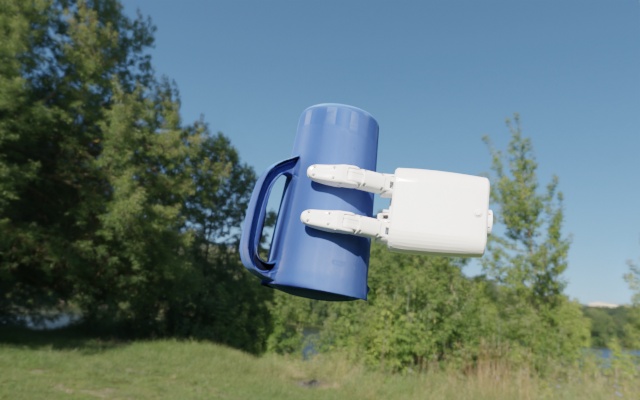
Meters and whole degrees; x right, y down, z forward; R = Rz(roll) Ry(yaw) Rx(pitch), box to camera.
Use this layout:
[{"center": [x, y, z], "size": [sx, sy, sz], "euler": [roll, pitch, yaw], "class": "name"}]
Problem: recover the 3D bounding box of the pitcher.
[{"center": [0.000, 0.002, 0.608], "size": [0.145, 0.242, 0.149], "euler": [5, -14, 13], "class": "pitcher"}]
